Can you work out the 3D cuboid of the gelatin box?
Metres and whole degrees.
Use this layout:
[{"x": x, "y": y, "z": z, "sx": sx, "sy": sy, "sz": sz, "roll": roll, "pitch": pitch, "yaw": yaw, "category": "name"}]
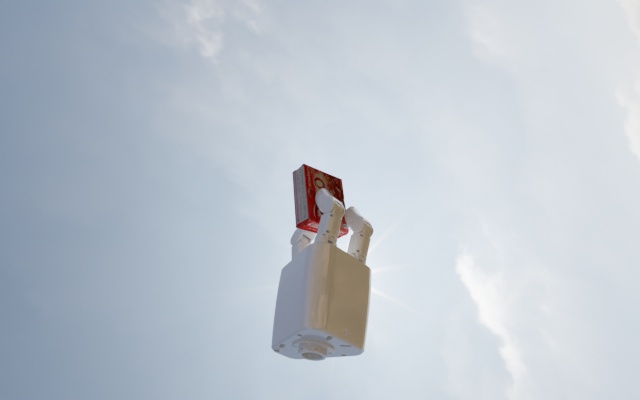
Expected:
[{"x": 0.000, "y": 0.002, "z": 0.654, "sx": 0.073, "sy": 0.089, "sz": 0.030, "roll": 20, "pitch": -38, "yaw": -38, "category": "gelatin box"}]
